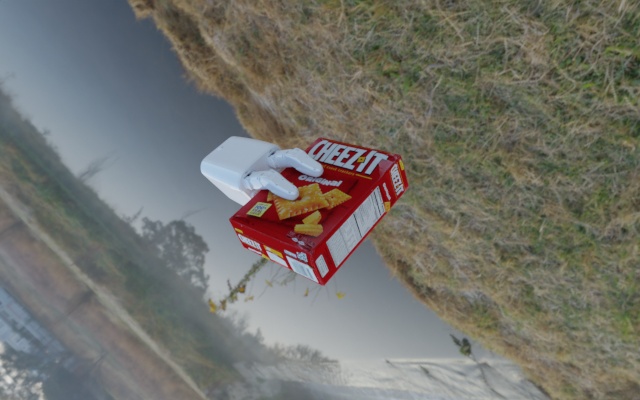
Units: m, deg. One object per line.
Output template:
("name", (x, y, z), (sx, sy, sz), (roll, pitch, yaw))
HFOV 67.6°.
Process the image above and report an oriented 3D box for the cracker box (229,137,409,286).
("cracker box", (0.000, 0.003, 0.698), (0.164, 0.072, 0.213), (19, 53, 38))
